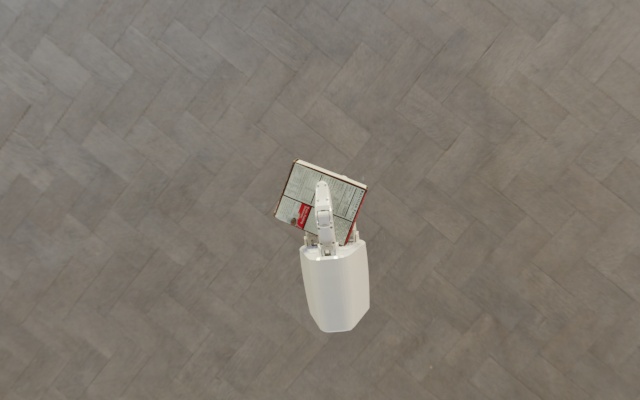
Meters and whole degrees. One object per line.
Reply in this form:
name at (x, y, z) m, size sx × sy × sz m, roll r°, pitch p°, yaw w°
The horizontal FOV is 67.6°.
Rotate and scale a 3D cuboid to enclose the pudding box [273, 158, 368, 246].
pudding box at (0.000, 0.002, 0.678) m, size 0.113 × 0.090 × 0.039 m, roll 22°, pitch 10°, yaw 1°
